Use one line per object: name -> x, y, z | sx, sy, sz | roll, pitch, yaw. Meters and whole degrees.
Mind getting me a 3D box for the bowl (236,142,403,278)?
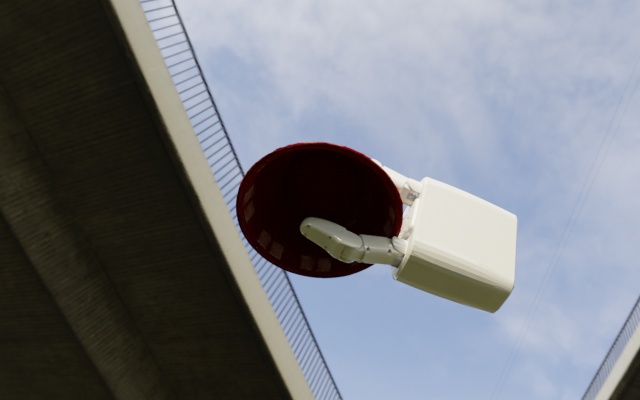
bowl -> -0.001, 0.001, 0.479 | 0.162, 0.162, 0.055 | 0, 35, 5
